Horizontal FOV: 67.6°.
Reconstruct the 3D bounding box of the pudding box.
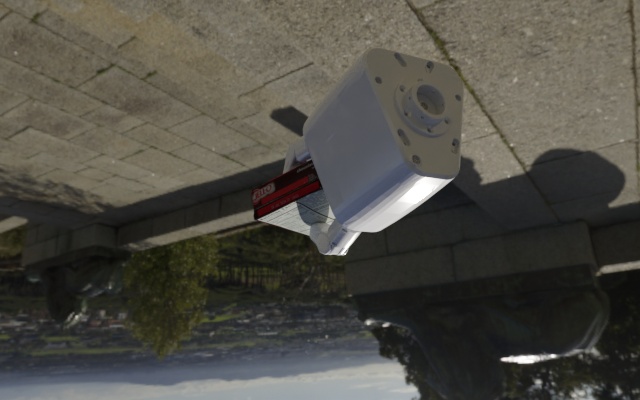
[{"bbox_3d":[0.000,0.002,0.486,0.090,0.039,0.113,-23,-29,31],"label":"pudding box"}]
